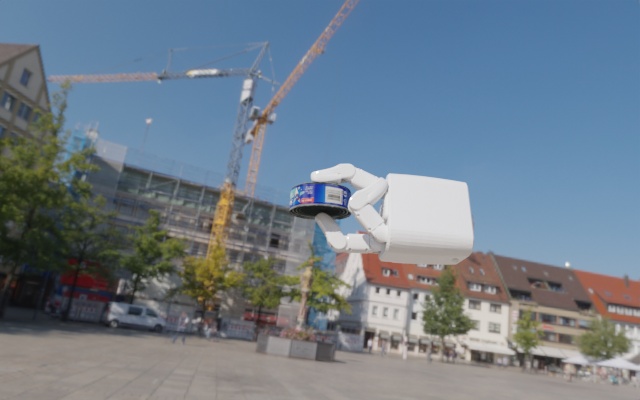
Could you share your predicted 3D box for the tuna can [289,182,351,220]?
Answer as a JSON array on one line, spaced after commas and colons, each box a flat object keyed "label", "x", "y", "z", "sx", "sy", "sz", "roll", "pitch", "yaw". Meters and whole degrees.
[{"label": "tuna can", "x": 0.000, "y": 0.002, "z": 0.660, "sx": 0.086, "sy": 0.033, "sz": 0.086, "roll": 2, "pitch": -15, "yaw": 1}]
